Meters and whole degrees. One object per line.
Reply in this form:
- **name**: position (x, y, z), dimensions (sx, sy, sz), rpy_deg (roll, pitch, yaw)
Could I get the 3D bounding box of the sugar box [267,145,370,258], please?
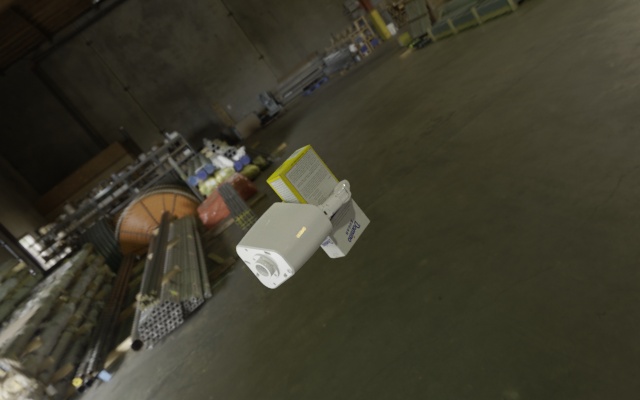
- **sugar box**: position (0.000, 0.003, 0.802), dimensions (0.048, 0.176, 0.093), rpy_deg (-17, 25, 49)
